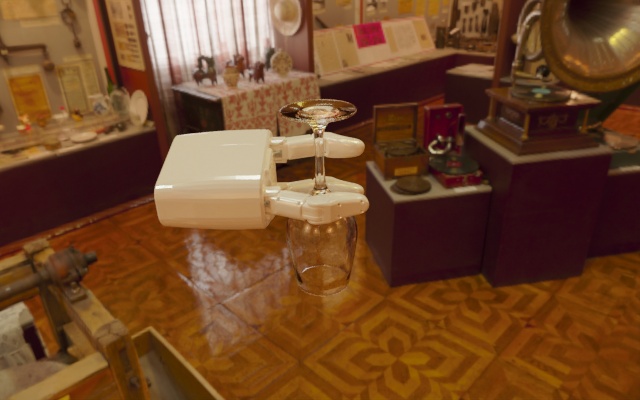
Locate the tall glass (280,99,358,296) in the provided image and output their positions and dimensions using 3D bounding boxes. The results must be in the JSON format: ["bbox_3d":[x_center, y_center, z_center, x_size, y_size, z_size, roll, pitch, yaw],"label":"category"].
[{"bbox_3d":[0.000,0.001,0.503,0.079,0.201,0.079,-2,26,1],"label":"tall glass"}]
